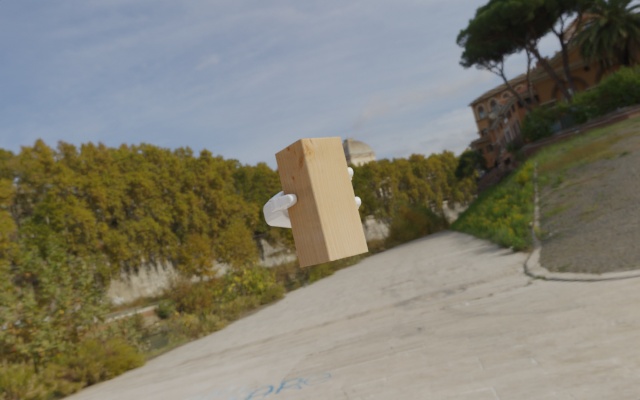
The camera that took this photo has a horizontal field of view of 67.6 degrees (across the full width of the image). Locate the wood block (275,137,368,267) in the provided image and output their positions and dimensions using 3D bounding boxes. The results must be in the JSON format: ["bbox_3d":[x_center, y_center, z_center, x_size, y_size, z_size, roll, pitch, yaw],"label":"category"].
[{"bbox_3d":[0.000,0.003,0.830,0.091,0.206,0.090,-9,-7,-38],"label":"wood block"}]
